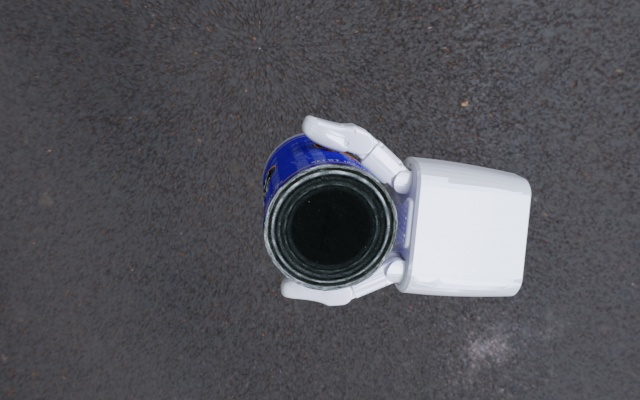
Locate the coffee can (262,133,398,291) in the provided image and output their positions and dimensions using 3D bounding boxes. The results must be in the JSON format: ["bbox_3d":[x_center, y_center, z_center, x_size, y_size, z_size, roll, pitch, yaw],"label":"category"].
[{"bbox_3d":[0.000,0.001,0.424,0.103,0.103,0.140,0,18,-7],"label":"coffee can"}]
